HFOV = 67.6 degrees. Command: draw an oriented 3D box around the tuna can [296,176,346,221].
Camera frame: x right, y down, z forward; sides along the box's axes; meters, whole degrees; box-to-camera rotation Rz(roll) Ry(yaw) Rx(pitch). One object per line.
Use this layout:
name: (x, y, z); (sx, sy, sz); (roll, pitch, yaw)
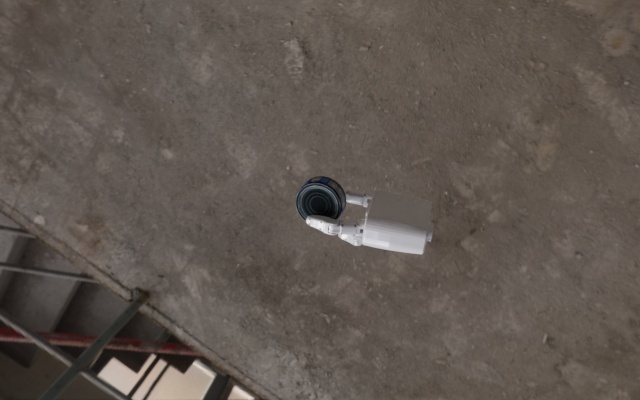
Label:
tuna can: (0.000, 0.003, 0.839); (0.086, 0.086, 0.033); (0, 22, 19)
